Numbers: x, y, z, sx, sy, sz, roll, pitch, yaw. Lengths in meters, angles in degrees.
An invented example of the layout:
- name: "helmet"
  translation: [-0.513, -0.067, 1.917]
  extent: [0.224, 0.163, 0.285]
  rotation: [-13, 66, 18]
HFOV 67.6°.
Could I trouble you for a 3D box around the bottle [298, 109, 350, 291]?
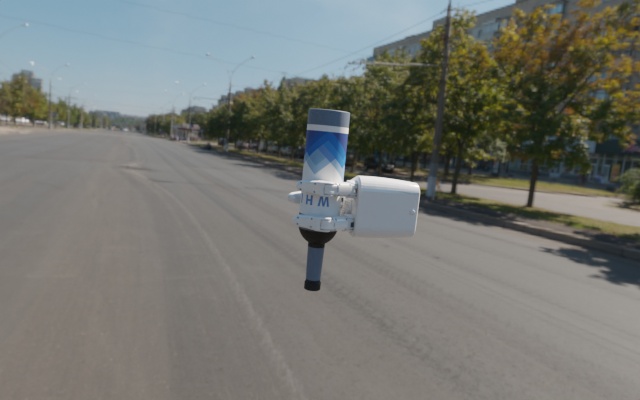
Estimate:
- name: "bottle"
  translation: [0.000, 0.002, 0.780]
  extent: [0.069, 0.296, 0.069]
  rotation: [6, 7, -1]
